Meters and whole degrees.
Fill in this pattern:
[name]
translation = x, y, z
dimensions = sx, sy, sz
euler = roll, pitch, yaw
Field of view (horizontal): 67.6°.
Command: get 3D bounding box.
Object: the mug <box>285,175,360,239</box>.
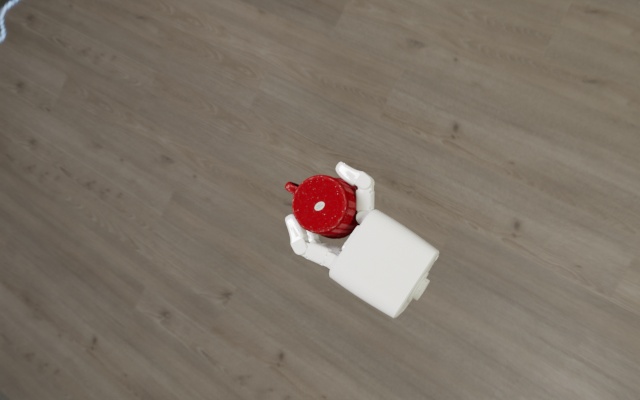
[mug]
translation = -0.001, 0.001, 0.686
dimensions = 0.117, 0.093, 0.081
euler = 31, 5, 18
